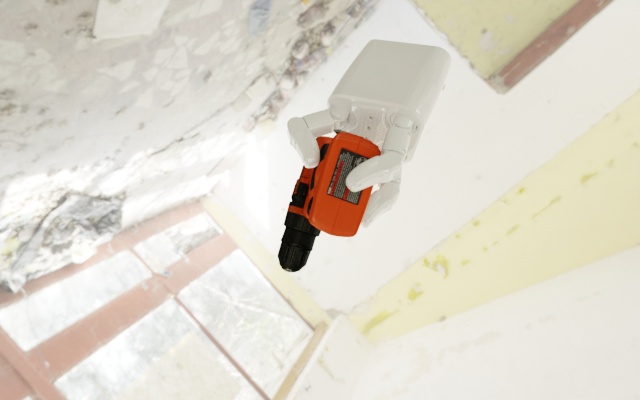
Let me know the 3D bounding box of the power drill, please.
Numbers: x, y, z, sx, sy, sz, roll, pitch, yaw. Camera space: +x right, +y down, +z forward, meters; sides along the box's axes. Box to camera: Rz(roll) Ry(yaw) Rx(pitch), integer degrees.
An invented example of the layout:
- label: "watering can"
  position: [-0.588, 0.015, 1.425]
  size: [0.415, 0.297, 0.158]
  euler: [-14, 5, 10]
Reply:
- label: "power drill"
  position: [0.000, 0.002, 0.559]
  size: [0.057, 0.184, 0.187]
  euler: [17, -6, -13]
